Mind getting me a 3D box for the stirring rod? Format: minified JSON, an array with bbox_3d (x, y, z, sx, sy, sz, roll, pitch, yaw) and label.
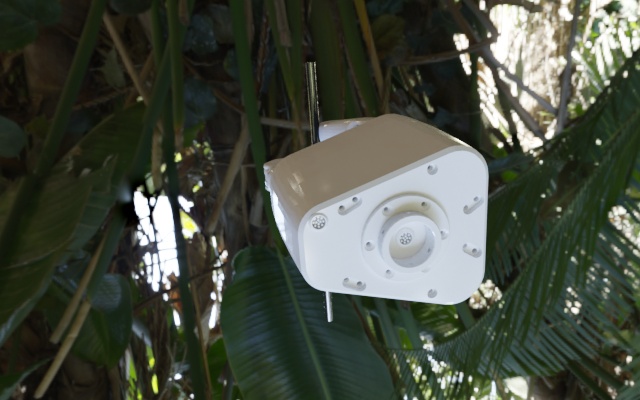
[{"bbox_3d":[0.000,0.001,0.427,0.011,0.240,0.011,-4,18,1],"label":"stirring rod"}]
